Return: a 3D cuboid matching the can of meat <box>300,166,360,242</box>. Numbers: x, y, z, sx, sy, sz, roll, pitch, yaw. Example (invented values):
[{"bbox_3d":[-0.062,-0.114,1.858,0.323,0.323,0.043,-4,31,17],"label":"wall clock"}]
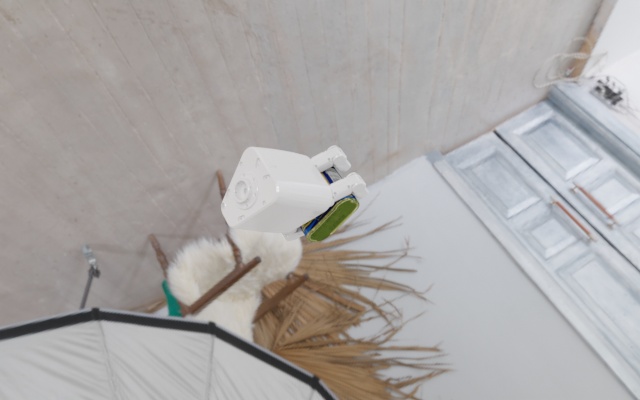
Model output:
[{"bbox_3d":[0.000,0.003,0.738,0.102,0.084,0.057,-47,-31,23],"label":"can of meat"}]
